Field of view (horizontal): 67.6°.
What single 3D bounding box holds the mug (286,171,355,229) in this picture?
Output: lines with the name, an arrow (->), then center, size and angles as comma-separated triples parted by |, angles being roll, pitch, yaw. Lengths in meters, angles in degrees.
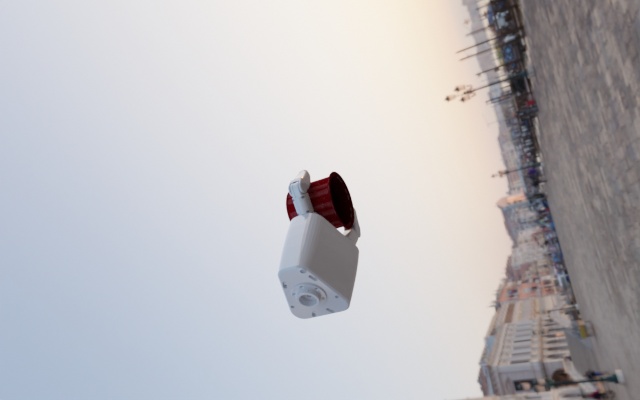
mug -> 0.000, 0.002, 0.766 | 0.081, 0.093, 0.117 | -17, 32, 22
